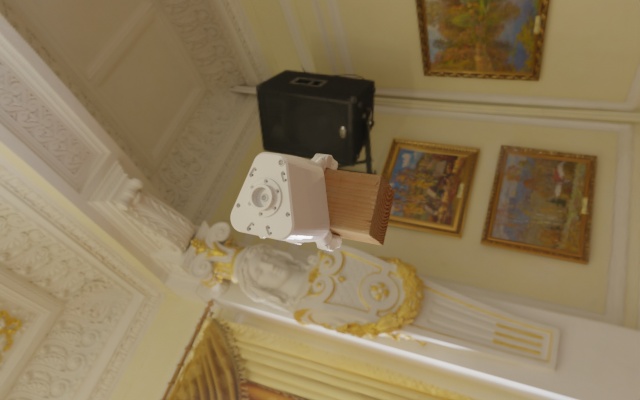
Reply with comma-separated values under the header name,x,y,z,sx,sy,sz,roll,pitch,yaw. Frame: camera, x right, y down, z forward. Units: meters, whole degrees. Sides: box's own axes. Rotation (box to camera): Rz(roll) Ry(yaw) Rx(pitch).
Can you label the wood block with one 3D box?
name,x,y,z,sx,sy,sz,roll,pitch,yaw
wood block,0.000,0.002,0.751,0.206,0.091,0.090,9,-12,24
